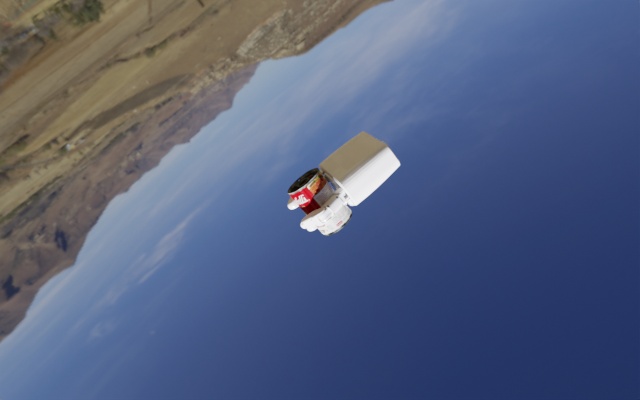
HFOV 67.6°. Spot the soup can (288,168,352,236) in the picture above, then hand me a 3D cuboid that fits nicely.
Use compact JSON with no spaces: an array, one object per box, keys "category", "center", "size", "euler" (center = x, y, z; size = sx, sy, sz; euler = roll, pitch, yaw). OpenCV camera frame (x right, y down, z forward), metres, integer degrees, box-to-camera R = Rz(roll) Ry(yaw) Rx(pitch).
[{"category":"soup can","center":[0.000,0.003,0.836],"size":[0.068,0.102,0.068],"euler":[-35,18,13]}]
